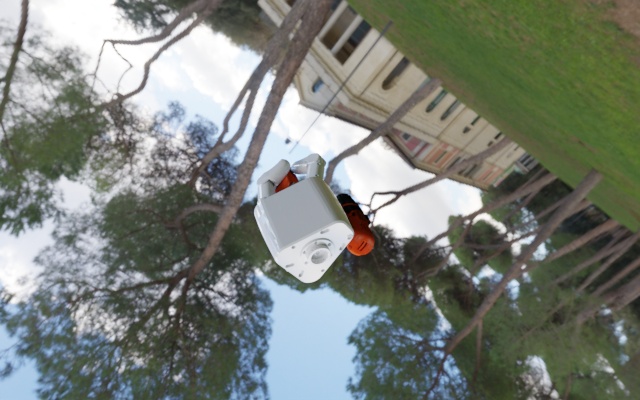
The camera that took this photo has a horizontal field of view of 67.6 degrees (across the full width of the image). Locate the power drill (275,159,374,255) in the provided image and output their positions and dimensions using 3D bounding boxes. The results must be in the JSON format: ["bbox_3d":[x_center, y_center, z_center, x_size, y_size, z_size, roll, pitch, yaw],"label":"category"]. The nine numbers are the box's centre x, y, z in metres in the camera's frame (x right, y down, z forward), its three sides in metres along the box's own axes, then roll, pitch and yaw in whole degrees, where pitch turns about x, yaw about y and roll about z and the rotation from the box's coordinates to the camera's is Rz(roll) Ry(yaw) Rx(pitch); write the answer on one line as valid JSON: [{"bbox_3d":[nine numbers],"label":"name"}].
[{"bbox_3d":[0.000,0.003,0.817,0.188,0.057,0.184,29,15,-20],"label":"power drill"}]
